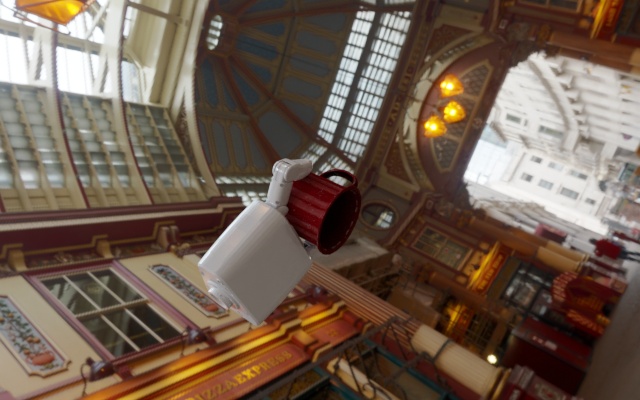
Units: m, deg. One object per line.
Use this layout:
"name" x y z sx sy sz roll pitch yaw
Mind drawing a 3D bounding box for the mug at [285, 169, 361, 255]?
"mug" 0.001 0.001 0.615 0.081 0.117 0.093 25 -27 29
